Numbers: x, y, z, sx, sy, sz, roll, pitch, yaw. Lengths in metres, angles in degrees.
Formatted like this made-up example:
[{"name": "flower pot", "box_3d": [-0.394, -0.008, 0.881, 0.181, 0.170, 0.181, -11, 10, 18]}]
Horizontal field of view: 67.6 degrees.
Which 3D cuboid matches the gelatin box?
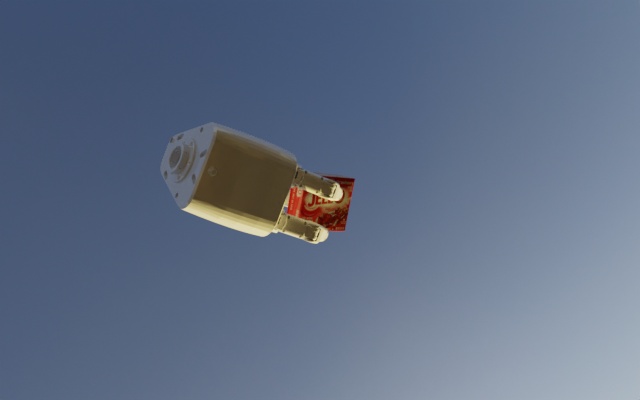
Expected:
[{"name": "gelatin box", "box_3d": [0.000, 0.002, 0.617, 0.089, 0.073, 0.030, 3, 11, -44]}]
